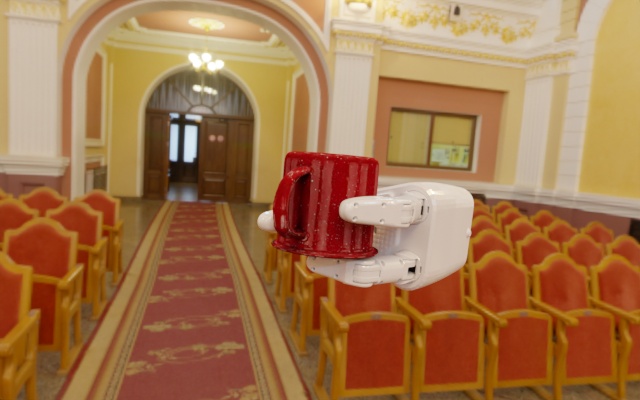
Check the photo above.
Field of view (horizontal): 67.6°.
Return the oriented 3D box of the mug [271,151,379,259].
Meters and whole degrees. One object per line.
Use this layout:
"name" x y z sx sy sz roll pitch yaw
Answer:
"mug" -0.001 0.001 0.401 0.093 0.081 0.117 8 5 35
